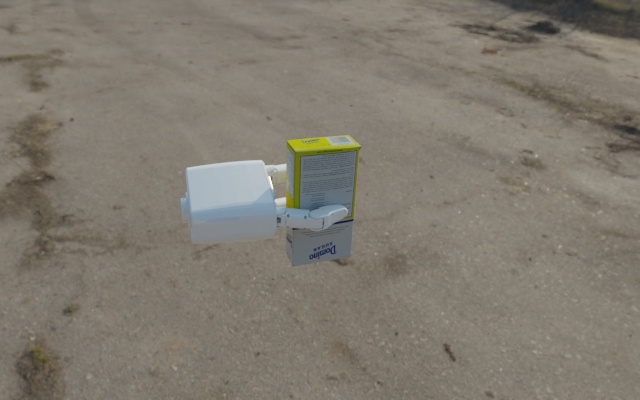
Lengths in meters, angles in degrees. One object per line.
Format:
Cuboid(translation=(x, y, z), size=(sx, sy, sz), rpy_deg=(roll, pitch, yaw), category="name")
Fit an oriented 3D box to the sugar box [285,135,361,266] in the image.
Cuboid(translation=(0.000, 0.002, 0.661), size=(0.093, 0.176, 0.048), rpy_deg=(-7, 32, -19), category="sugar box")
